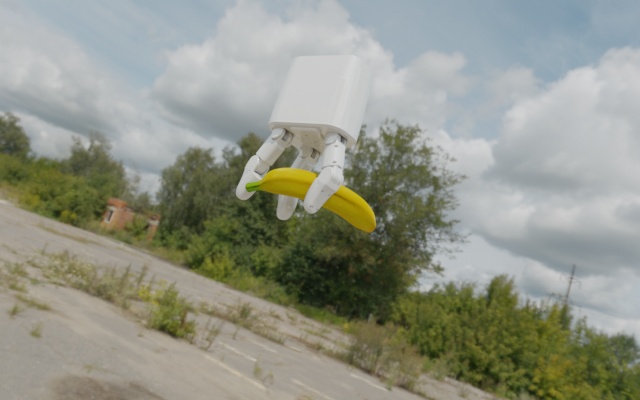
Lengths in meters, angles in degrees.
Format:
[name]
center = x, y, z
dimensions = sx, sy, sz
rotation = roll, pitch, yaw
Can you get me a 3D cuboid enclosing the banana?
[banana]
center = 0.006, -0.003, 0.623
dimensions = 0.198, 0.037, 0.069
rotation = 21, -21, -24
